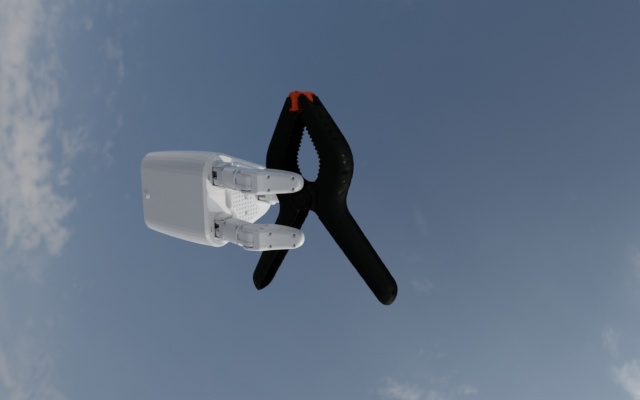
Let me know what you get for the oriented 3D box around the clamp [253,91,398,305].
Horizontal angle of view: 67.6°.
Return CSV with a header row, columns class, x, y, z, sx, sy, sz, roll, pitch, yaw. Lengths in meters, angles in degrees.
class,x,y,z,sx,sy,sz,roll,pitch,yaw
clamp,0.000,0.001,0.463,0.164,0.210,0.036,7,13,30
